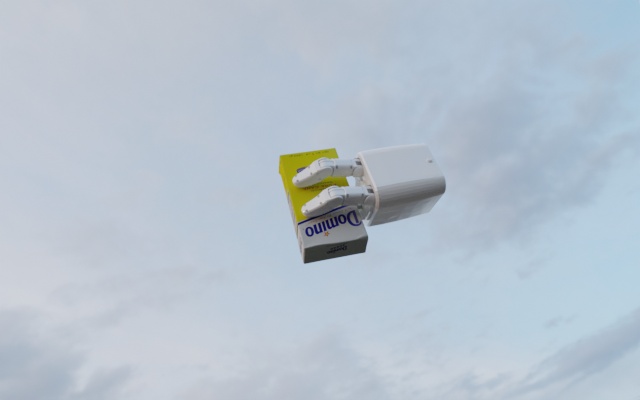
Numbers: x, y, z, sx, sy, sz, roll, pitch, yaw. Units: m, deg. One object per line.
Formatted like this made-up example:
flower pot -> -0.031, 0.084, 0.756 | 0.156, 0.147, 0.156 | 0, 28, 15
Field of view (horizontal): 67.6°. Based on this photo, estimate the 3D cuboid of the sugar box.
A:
sugar box -> 0.000, 0.002, 0.700 | 0.093, 0.176, 0.048 | -10, -40, -12
